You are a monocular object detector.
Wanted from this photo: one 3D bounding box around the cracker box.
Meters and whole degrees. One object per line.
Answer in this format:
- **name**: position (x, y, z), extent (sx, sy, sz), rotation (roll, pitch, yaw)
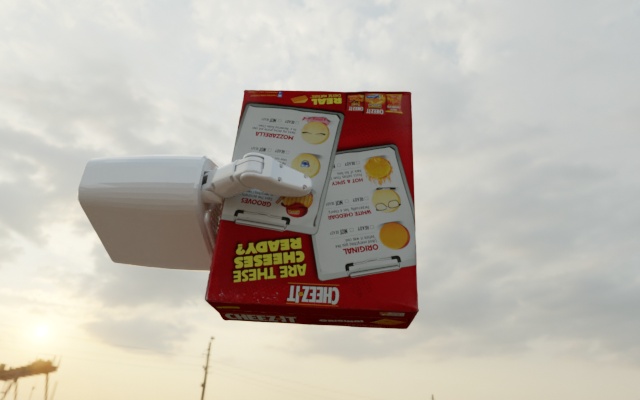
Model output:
- **cracker box**: position (0.000, 0.001, 0.434), extent (0.164, 0.213, 0.072), rotation (2, -28, 4)
